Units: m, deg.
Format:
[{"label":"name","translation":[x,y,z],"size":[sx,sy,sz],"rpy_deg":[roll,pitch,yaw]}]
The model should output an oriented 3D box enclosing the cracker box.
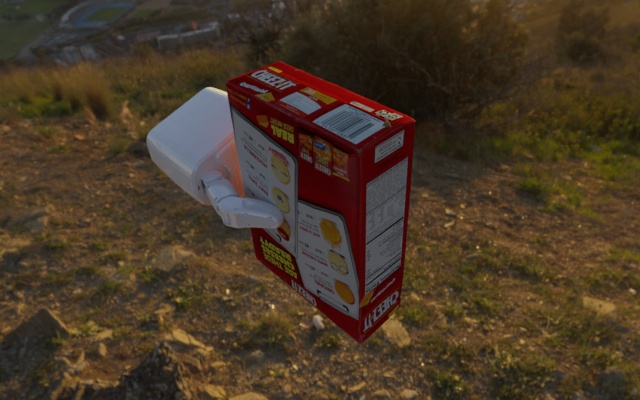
[{"label":"cracker box","translation":[0.000,0.001,0.439],"size":[0.072,0.214,0.164],"rpy_deg":[-32,46,-30]}]
